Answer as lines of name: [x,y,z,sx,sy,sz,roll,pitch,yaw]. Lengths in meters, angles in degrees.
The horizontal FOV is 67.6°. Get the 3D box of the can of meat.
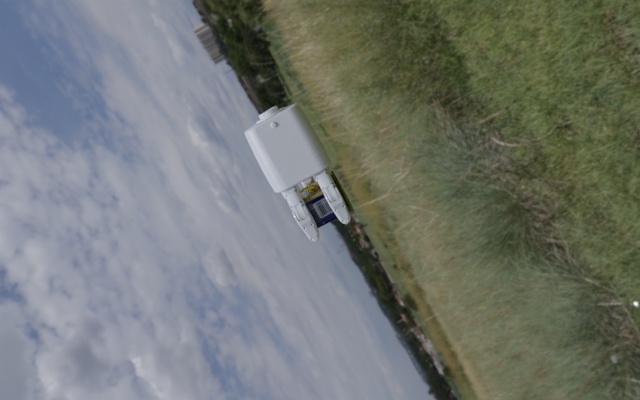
can of meat: [0.000,0.003,0.775,0.084,0.057,0.102,-28,18,2]
